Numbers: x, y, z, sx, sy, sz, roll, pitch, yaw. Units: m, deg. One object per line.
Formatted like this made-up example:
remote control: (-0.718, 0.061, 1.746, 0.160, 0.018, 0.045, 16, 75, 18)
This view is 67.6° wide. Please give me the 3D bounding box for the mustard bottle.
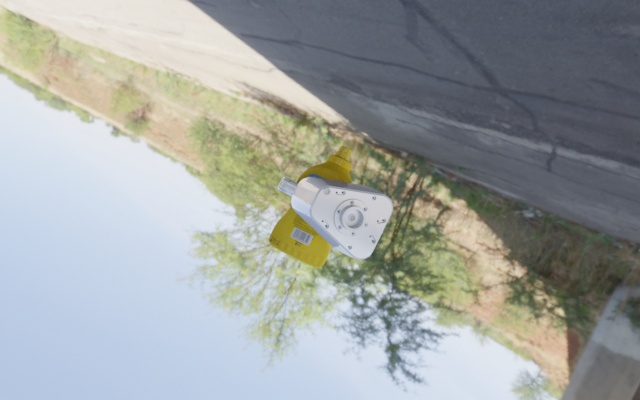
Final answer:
mustard bottle: (0.000, 0.003, 0.758, 0.096, 0.191, 0.058, 26, 0, 8)
